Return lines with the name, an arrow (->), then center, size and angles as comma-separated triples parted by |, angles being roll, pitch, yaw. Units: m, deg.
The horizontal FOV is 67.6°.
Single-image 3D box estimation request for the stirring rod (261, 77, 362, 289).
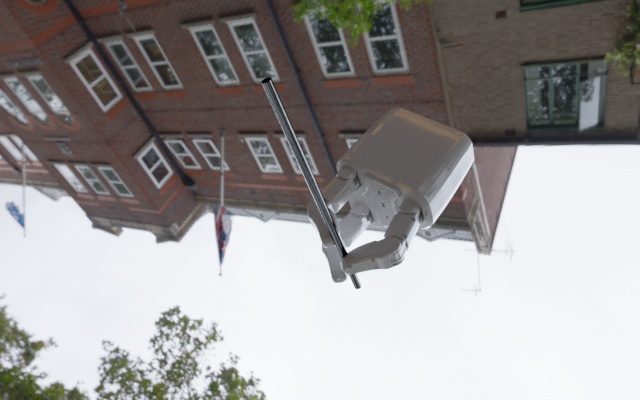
stirring rod -> 0.000, 0.001, 0.411 | 0.011, 0.240, 0.011 | -14, 40, 12
